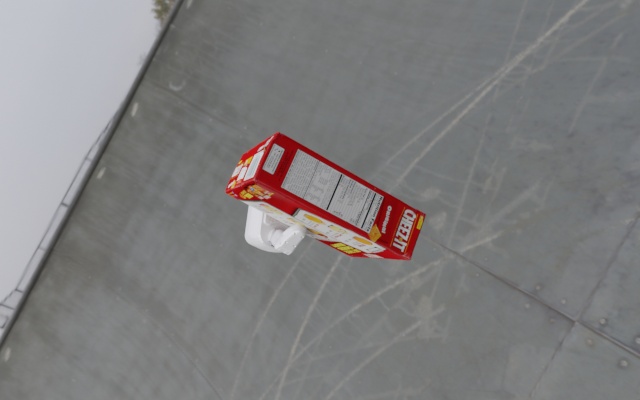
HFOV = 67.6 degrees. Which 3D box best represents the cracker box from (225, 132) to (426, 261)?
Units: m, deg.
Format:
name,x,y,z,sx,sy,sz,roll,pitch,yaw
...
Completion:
name,x,y,z,sx,sy,sz,roll,pitch,yaw
cracker box,0.000,0.002,0.613,0.214,0.072,0.164,27,-14,-18
